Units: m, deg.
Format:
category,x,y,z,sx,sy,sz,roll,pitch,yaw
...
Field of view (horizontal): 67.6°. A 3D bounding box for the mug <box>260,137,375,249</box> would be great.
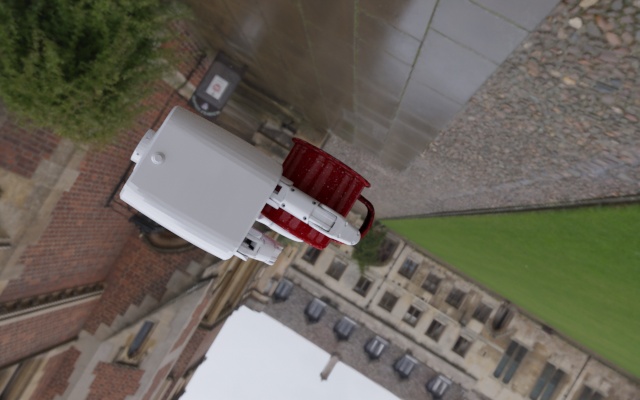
category,x,y,z,sx,sy,sz,roll,pitch,yaw
mug,0.001,0.002,0.483,0.117,0.081,0.093,32,-1,-15
